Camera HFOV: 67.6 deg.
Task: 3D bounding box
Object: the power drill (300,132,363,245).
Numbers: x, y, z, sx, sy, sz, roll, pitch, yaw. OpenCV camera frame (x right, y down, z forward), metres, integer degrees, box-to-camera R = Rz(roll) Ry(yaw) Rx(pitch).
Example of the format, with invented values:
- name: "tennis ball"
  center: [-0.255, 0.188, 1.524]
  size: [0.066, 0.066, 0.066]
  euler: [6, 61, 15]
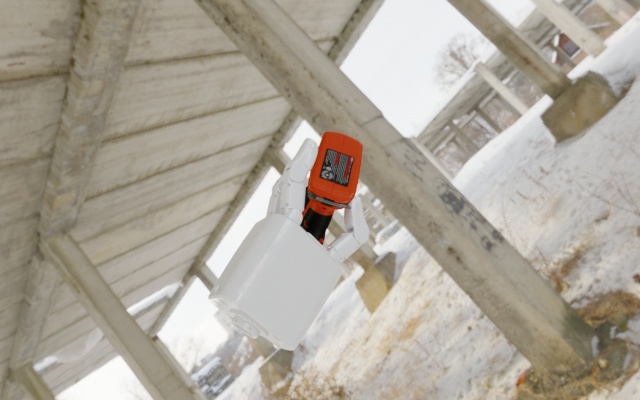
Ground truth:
- name: "power drill"
  center: [0.000, 0.002, 0.631]
  size: [0.057, 0.184, 0.188]
  euler: [16, -42, -5]
